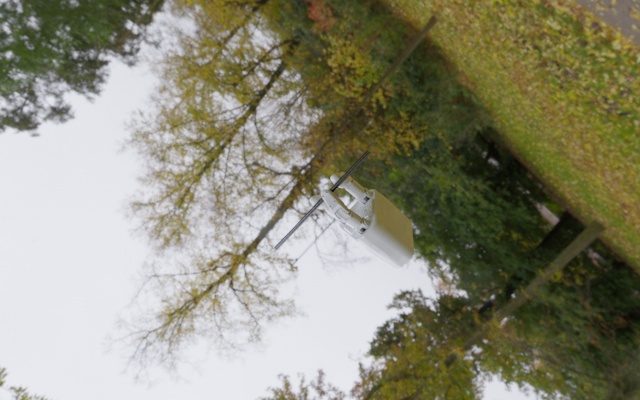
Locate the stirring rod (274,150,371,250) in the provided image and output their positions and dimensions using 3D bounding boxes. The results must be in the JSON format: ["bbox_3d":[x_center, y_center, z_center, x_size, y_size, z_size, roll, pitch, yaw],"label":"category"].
[{"bbox_3d":[0.000,0.003,0.822,0.239,0.011,0.011,-46,-16,16],"label":"stirring rod"}]
